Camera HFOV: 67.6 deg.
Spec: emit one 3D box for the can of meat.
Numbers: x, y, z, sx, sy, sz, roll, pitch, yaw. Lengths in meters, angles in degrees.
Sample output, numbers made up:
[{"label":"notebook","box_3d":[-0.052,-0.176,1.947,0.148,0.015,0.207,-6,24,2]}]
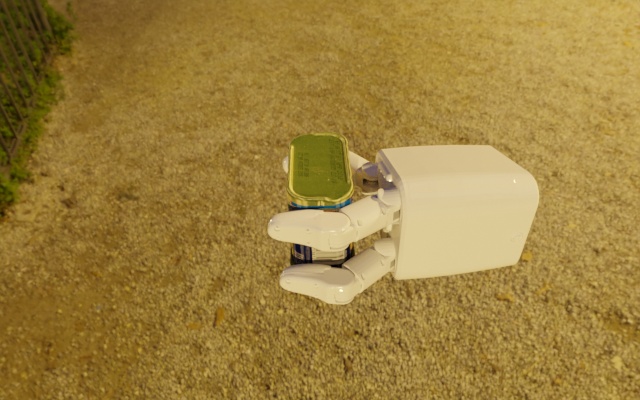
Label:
[{"label":"can of meat","box_3d":[0.000,0.001,0.411,0.057,0.084,0.102,-2,39,-1]}]
